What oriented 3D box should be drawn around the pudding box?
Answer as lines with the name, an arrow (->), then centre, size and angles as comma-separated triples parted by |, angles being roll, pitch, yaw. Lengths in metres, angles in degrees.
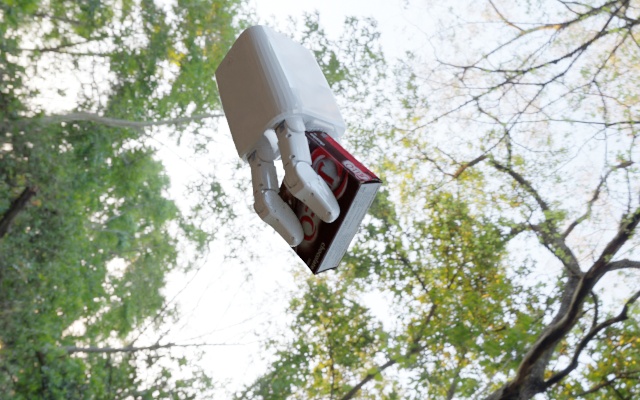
pudding box -> 0.000, 0.001, 0.471 | 0.039, 0.113, 0.090 | -7, 40, -42
